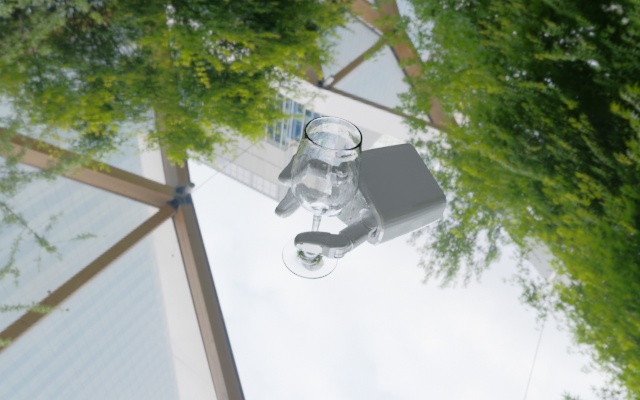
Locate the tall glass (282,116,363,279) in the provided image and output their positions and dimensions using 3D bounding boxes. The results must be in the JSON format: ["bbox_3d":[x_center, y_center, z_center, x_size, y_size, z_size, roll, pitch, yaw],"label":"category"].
[{"bbox_3d":[0.000,0.002,0.563,0.079,0.201,0.079,6,43,-5],"label":"tall glass"}]
